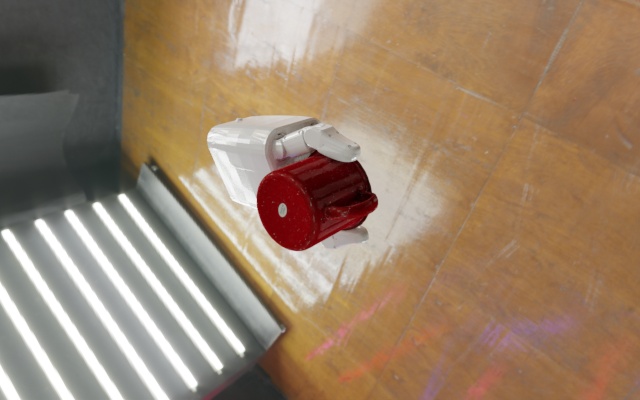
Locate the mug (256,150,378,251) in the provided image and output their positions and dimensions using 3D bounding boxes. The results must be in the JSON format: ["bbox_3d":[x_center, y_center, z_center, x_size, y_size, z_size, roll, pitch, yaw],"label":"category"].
[{"bbox_3d":[0.001,0.002,0.467,0.117,0.093,0.081,11,25,39],"label":"mug"}]
